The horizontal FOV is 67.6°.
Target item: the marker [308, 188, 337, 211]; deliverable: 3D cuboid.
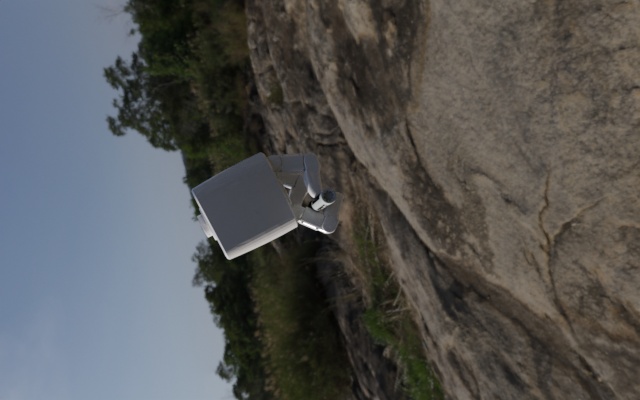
[{"bbox_3d":[0.000,0.002,0.628,0.020,0.020,0.121,0,-7,-10],"label":"marker"}]
